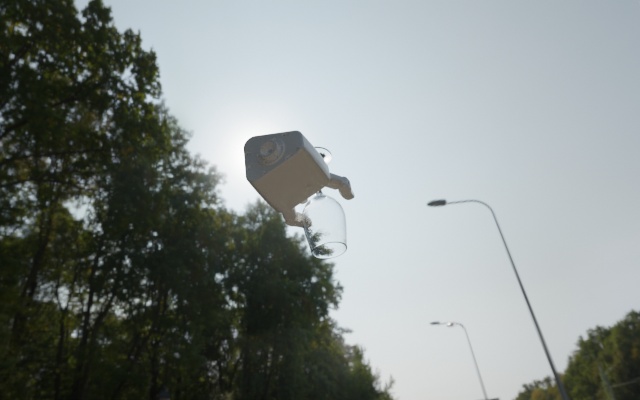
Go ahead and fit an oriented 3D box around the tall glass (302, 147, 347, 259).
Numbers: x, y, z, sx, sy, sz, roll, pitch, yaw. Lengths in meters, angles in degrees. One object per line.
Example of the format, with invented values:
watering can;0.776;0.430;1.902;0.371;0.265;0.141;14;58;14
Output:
tall glass;0.000;0.002;0.864;0.079;0.201;0.079;-8;-32;-5
